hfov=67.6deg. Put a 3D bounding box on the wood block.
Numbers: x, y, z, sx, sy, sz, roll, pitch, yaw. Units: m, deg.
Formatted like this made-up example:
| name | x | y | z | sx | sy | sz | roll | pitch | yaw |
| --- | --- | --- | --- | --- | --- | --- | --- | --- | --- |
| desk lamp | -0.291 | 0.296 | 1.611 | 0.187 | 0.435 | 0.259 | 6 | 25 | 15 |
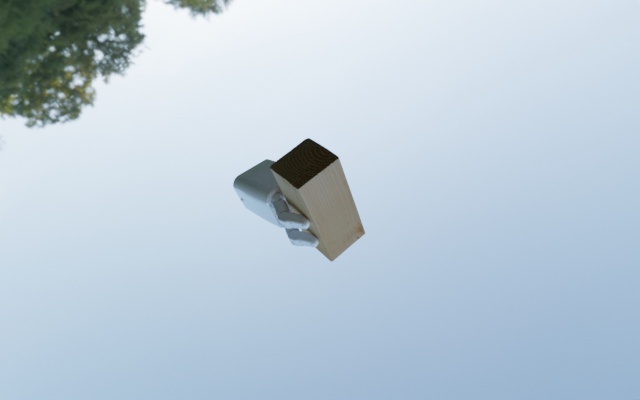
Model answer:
| name | x | y | z | sx | sy | sz | roll | pitch | yaw |
| --- | --- | --- | --- | --- | --- | --- | --- | --- | --- |
| wood block | 0.000 | 0.003 | 0.862 | 0.091 | 0.206 | 0.090 | -39 | 48 | -15 |
